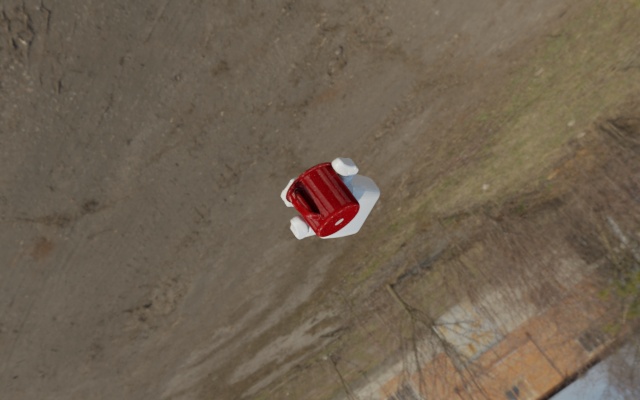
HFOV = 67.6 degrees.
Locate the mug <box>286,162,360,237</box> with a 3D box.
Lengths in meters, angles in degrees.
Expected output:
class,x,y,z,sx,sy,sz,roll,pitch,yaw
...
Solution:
class,x,y,z,sx,sy,sz,roll,pitch,yaw
mug,-0.001,0.003,0.722,0.093,0.081,0.117,-47,-23,26
